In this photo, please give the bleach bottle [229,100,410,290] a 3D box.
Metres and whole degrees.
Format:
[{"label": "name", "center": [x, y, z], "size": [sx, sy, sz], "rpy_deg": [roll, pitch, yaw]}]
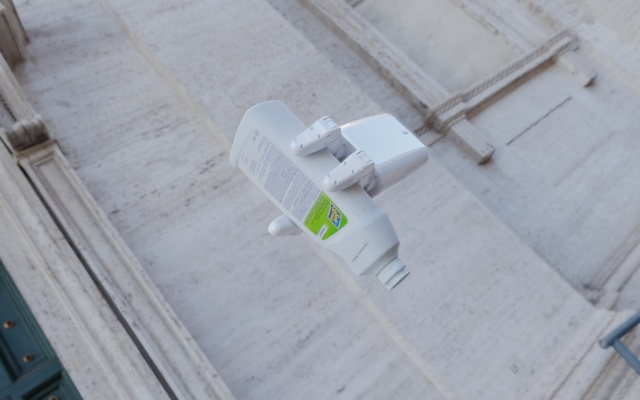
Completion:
[{"label": "bleach bottle", "center": [0.000, 0.002, 0.542], "size": [0.068, 0.250, 0.103], "rpy_deg": [-26, -24, -40]}]
